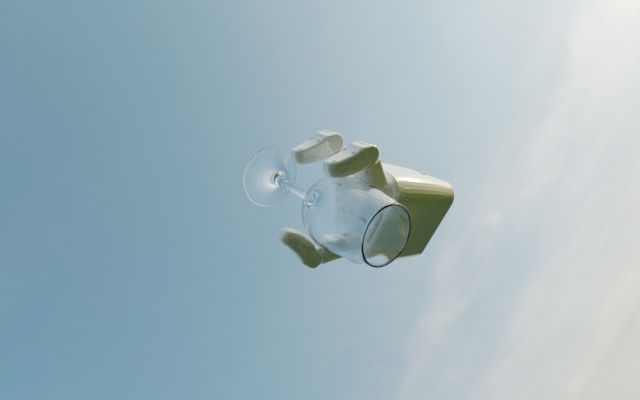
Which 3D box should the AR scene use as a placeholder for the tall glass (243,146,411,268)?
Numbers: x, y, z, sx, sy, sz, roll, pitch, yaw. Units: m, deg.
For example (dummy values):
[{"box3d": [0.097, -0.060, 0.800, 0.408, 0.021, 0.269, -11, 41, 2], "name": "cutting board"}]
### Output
[{"box3d": [0.000, 0.001, 0.499, 0.079, 0.079, 0.201, 0, 18, -39], "name": "tall glass"}]
